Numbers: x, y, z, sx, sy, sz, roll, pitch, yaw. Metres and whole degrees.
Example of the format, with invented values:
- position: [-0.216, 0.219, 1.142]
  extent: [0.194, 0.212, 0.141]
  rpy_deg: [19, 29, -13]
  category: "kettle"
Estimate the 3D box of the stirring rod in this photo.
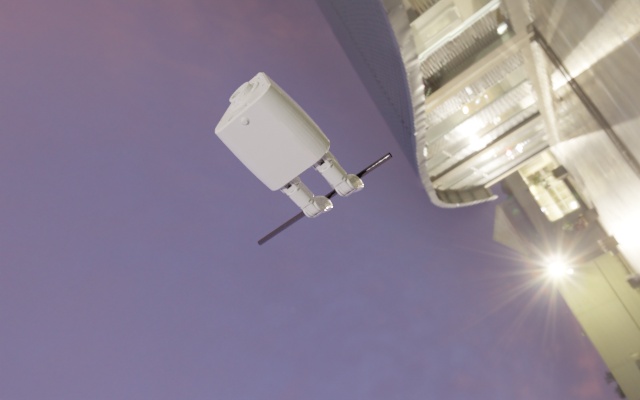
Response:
- position: [0.000, 0.002, 0.674]
  extent: [0.239, 0.011, 0.011]
  rpy_deg: [-34, -15, 23]
  category: "stirring rod"
